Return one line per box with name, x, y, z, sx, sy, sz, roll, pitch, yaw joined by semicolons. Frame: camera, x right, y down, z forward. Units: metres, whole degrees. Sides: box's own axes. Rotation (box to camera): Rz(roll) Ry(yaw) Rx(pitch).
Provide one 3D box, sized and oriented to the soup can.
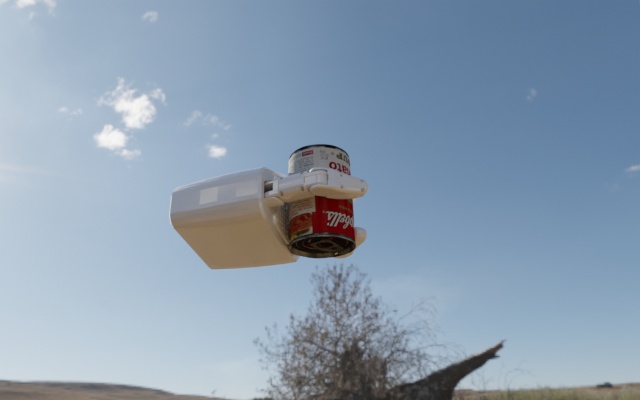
soup can;0.000;0.001;0.496;0.068;0.102;0.068;-2;-25;-1
